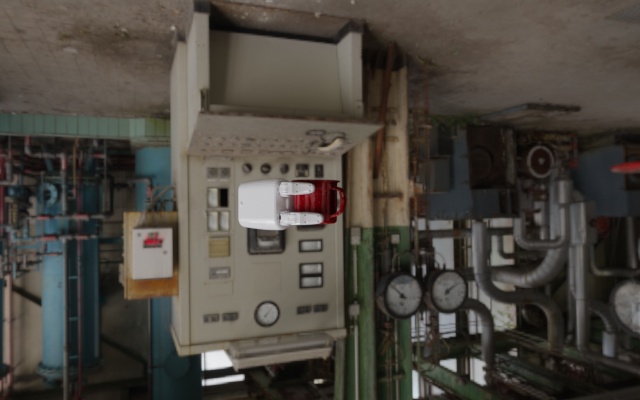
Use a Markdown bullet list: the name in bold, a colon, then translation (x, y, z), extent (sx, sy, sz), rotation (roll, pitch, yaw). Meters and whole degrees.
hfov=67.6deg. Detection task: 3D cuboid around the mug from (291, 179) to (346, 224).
- **mug**: translation (0.001, 0.003, 0.896), extent (0.117, 0.081, 0.093), rotation (0, -1, 38)
